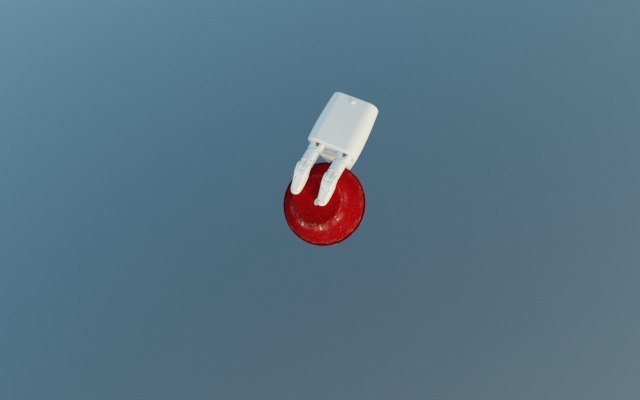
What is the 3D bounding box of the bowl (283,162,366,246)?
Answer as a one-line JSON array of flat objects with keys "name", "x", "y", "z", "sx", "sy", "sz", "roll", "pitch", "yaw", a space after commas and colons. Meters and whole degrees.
[{"name": "bowl", "x": 0.000, "y": 0.004, "z": 0.883, "sx": 0.162, "sy": 0.162, "sz": 0.055, "roll": 0, "pitch": -8, "yaw": 14}]
